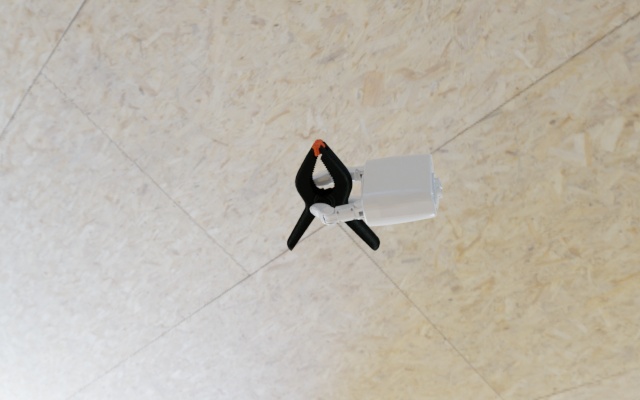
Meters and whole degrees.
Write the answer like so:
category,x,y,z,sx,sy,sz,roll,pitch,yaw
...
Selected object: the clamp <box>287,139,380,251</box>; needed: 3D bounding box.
category,x,y,z,sx,sy,sz,roll,pitch,yaw
clamp,0.000,0.002,0.794,0.164,0.210,0.036,-8,27,16
